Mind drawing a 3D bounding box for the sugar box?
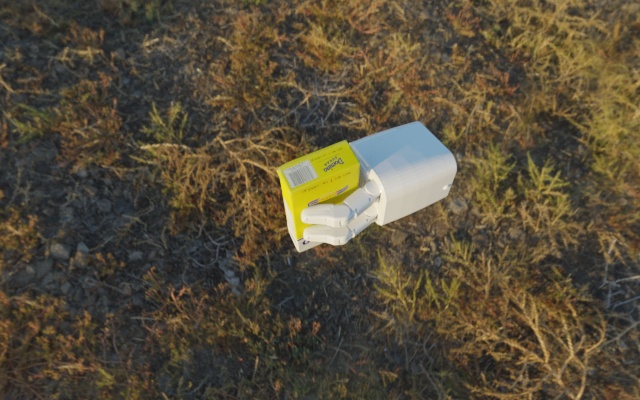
[{"bbox_3d":[0.000,0.002,0.628,0.093,0.048,0.176,-22,-30,-10],"label":"sugar box"}]
